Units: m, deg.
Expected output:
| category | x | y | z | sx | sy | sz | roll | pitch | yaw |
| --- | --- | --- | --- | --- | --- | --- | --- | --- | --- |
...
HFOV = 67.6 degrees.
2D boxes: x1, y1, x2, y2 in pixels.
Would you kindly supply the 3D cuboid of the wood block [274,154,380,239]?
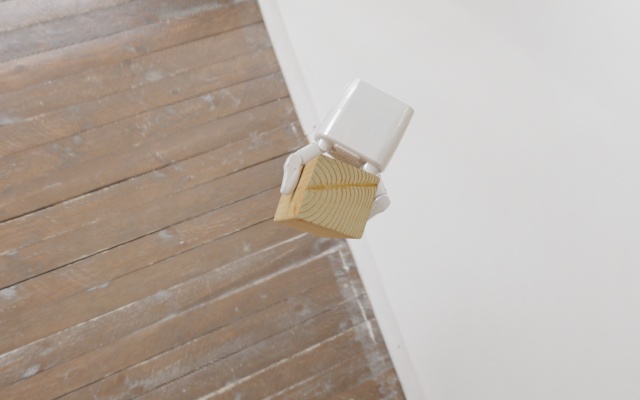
| category | x | y | z | sx | sy | sz | roll | pitch | yaw |
| --- | --- | --- | --- | --- | --- | --- | --- | --- | --- |
| wood block | 0.000 | 0.002 | 0.712 | 0.091 | 0.090 | 0.206 | 21 | -9 | -12 |
